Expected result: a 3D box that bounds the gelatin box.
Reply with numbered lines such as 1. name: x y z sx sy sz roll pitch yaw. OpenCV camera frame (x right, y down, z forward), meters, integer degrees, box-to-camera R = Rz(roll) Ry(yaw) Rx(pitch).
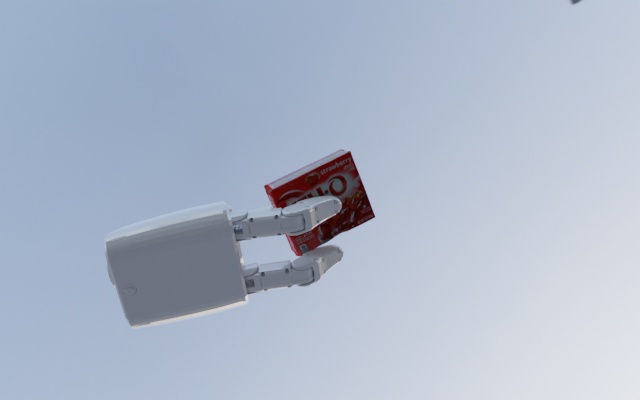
1. gelatin box: 0.000 0.001 0.466 0.089 0.073 0.030 -26 18 -11
